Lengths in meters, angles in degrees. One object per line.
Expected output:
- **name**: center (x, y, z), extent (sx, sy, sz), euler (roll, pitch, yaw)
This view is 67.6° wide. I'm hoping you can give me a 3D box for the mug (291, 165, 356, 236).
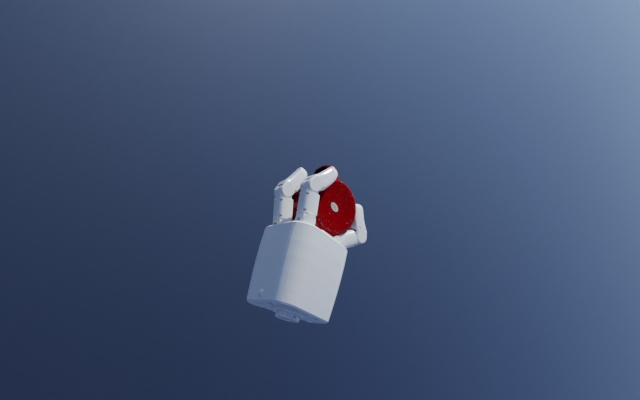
- **mug**: center (0.001, 0.001, 0.704), extent (0.093, 0.117, 0.081), euler (28, -24, -33)
